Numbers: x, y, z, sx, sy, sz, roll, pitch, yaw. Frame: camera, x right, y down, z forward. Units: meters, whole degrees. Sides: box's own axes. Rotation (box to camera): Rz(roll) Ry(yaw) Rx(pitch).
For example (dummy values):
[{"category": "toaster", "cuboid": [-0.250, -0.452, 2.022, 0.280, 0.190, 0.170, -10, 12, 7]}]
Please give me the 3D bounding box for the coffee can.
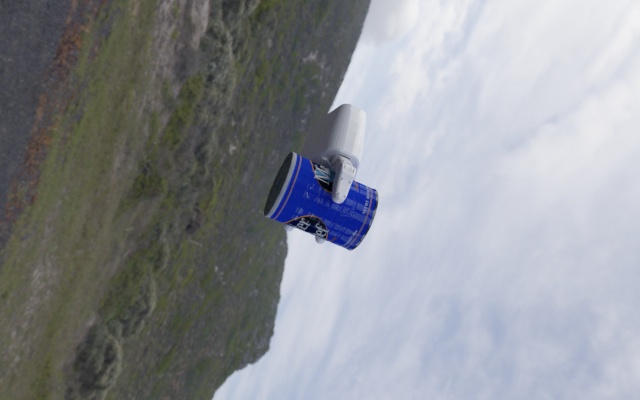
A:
[{"category": "coffee can", "cuboid": [0.000, 0.002, 0.710, 0.140, 0.103, 0.103, 23, -6, -13]}]
